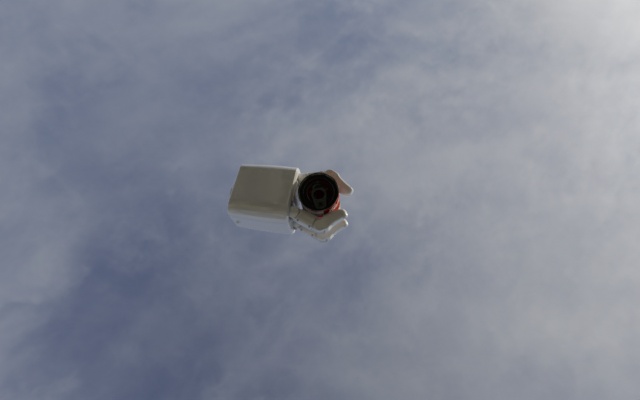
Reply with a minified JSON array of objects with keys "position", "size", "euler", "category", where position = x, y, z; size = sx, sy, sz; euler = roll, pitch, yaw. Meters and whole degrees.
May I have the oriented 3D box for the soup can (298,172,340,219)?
[{"position":[0.001,0.003,0.827],"size":[0.068,0.068,0.102],"euler":[0,-20,4],"category":"soup can"}]
